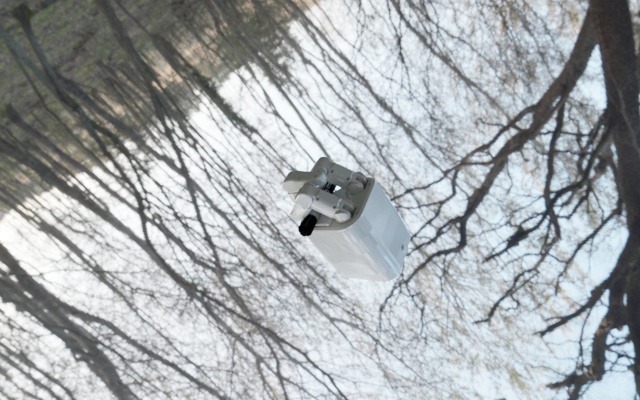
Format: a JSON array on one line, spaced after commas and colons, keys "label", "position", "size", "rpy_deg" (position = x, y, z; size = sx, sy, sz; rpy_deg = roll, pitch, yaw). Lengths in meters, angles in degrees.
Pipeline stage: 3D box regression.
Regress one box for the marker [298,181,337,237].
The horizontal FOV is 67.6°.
[{"label": "marker", "position": [0.000, 0.002, 0.626], "size": [0.020, 0.020, 0.121], "rpy_deg": [0, 41, 28]}]
